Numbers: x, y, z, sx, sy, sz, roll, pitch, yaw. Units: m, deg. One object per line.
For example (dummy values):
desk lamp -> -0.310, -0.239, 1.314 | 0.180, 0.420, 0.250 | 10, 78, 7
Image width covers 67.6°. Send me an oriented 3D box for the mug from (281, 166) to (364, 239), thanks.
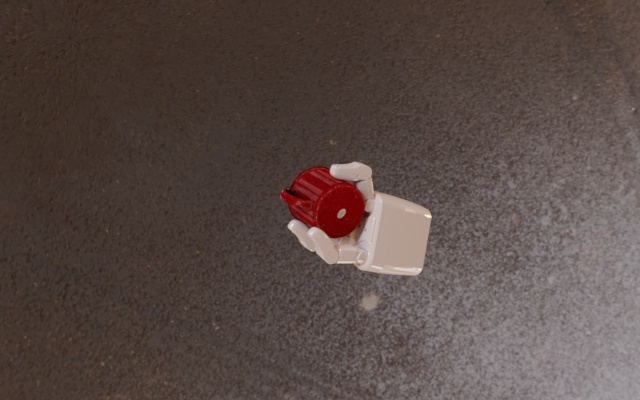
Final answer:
mug -> -0.001, 0.002, 0.681 | 0.117, 0.093, 0.081 | 12, 11, -31
